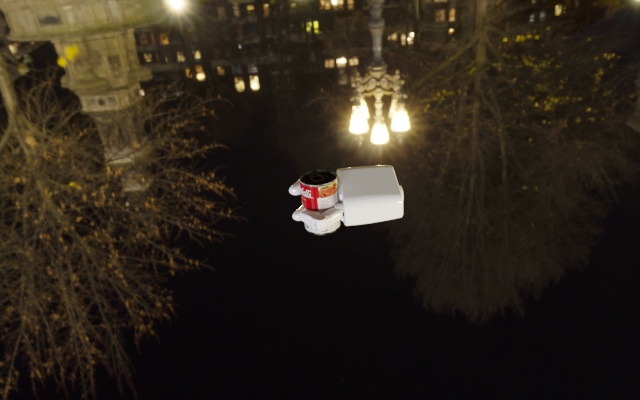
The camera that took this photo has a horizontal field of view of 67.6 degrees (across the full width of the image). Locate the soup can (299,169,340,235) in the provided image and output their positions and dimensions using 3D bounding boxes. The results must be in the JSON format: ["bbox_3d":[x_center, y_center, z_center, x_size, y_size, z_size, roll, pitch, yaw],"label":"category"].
[{"bbox_3d":[0.000,0.003,0.869,0.068,0.102,0.068,-4,28,2],"label":"soup can"}]
